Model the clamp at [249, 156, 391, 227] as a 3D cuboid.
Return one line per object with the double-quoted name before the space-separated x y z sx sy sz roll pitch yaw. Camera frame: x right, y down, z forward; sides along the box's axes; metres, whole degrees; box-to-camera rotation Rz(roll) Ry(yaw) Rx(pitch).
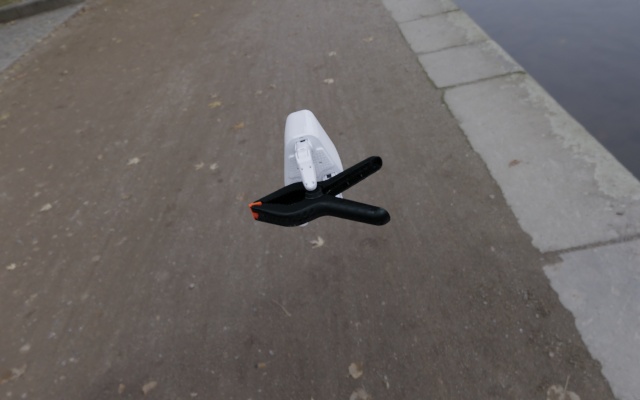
"clamp" -0.001 0.002 0.686 0.210 0.036 0.164 -14 30 4
